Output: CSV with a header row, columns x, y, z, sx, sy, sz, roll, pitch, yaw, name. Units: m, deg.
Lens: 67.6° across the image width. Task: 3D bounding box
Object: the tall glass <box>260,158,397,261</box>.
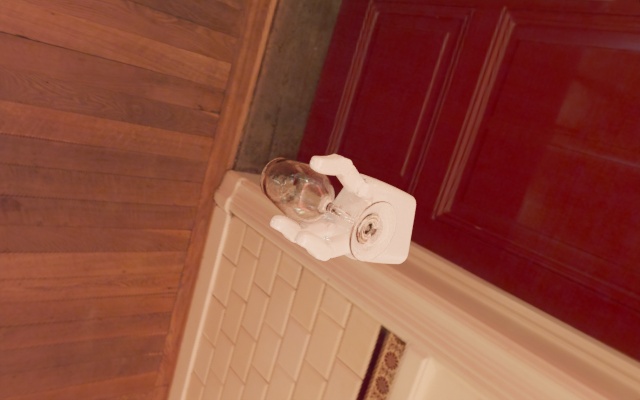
x,y,z,sx,sy,sz,roll,pitch,yaw,name
0.000,0.002,0.613,0.079,0.079,0.201,0,20,-41,tall glass
